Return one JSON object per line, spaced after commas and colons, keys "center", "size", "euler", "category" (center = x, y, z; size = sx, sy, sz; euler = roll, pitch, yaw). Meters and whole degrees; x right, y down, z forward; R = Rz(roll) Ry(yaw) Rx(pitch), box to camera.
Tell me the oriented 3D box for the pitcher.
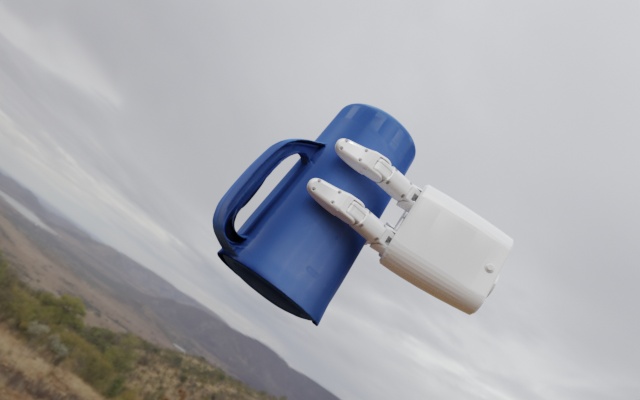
{"center": [0.000, 0.002, 0.539], "size": [0.145, 0.242, 0.149], "euler": [32, -18, 10], "category": "pitcher"}
